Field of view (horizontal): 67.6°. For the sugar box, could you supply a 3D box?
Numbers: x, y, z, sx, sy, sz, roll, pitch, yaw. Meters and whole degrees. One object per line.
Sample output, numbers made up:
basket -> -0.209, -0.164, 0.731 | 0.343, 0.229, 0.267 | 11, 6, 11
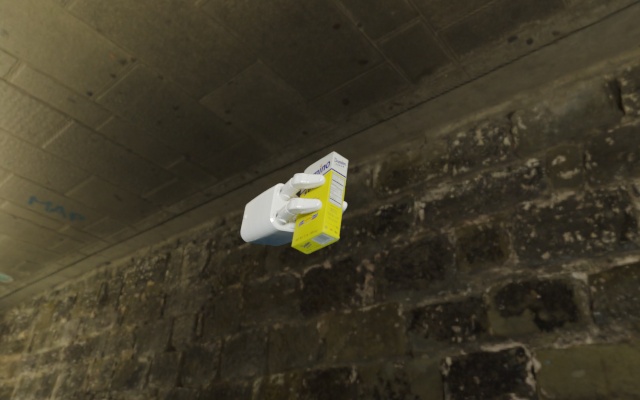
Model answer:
sugar box -> 0.000, 0.003, 0.890 | 0.048, 0.176, 0.093 | 27, -38, -31
